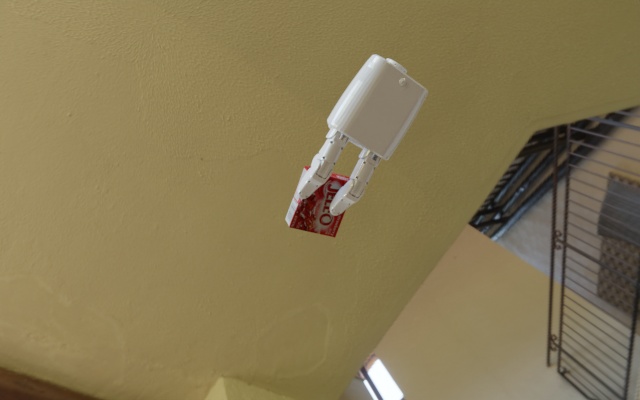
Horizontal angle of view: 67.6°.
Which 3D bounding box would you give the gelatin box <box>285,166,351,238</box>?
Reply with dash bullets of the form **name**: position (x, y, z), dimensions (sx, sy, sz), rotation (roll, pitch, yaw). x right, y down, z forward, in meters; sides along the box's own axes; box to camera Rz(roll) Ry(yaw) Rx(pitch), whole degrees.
- **gelatin box**: position (0.000, 0.002, 0.673), dimensions (0.073, 0.089, 0.030), rotation (14, 19, -22)
